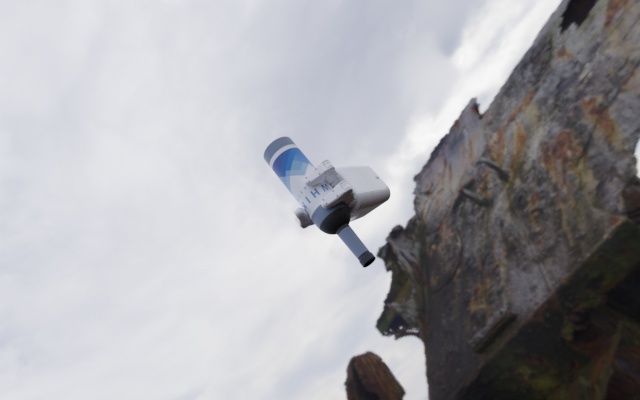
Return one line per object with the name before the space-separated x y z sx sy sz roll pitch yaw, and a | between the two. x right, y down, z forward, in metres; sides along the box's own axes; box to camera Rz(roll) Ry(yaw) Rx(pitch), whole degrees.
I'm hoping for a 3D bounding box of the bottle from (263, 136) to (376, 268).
bottle | 0.000 0.003 0.877 0.069 0.295 0.069 -31 -26 -17
